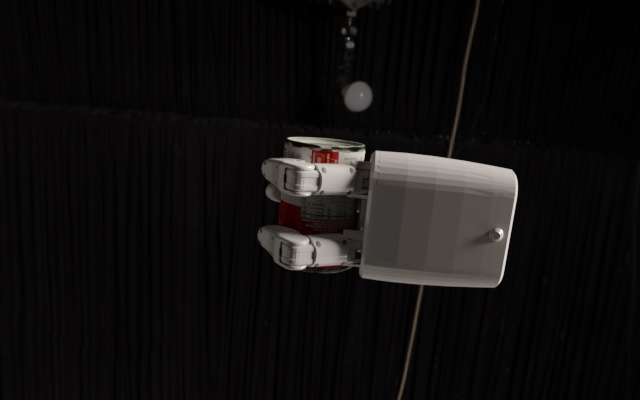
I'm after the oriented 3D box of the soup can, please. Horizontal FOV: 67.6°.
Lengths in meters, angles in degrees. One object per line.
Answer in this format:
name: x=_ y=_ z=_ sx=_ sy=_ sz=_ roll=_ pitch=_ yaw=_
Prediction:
soup can: x=0.000 y=0.001 z=0.400 sx=0.068 sy=0.102 sz=0.068 roll=5 pitch=12 yaw=-1
